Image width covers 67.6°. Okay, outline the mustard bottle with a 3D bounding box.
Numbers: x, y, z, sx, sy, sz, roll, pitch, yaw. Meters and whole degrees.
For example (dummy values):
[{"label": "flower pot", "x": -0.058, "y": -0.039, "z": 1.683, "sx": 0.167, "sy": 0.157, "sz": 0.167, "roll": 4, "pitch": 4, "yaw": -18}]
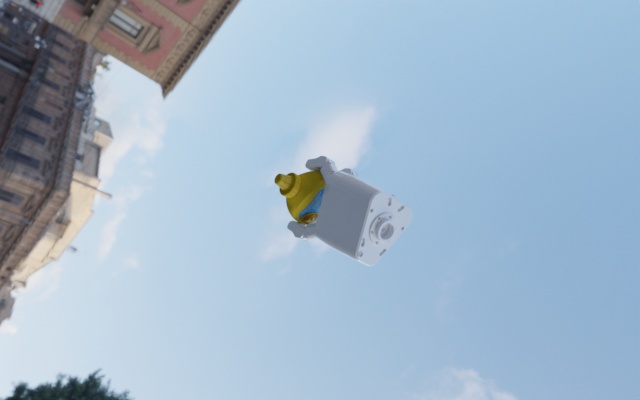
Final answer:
[{"label": "mustard bottle", "x": 0.000, "y": 0.003, "z": 0.803, "sx": 0.192, "sy": 0.096, "sz": 0.058, "roll": 29, "pitch": 23, "yaw": -37}]
